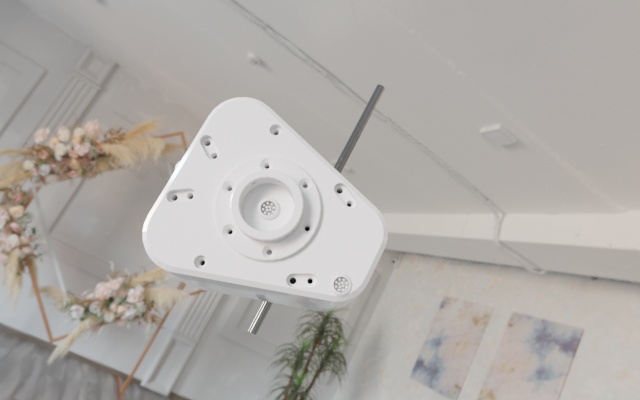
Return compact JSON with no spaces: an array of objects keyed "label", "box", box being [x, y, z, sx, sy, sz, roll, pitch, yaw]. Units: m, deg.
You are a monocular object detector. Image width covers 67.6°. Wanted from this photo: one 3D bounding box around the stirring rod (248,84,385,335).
[{"label":"stirring rod","box":[0.000,0.001,0.406,0.011,0.239,0.011,26,-13,6]}]
